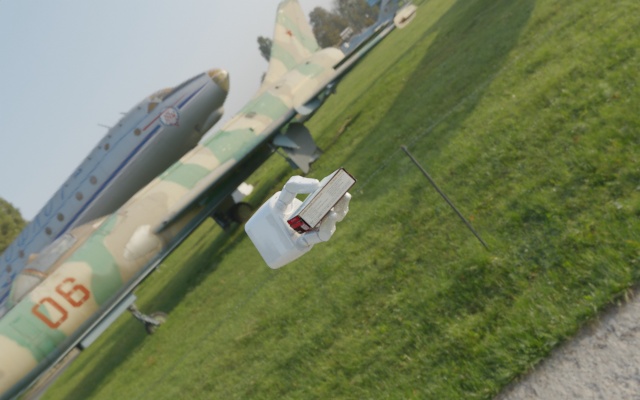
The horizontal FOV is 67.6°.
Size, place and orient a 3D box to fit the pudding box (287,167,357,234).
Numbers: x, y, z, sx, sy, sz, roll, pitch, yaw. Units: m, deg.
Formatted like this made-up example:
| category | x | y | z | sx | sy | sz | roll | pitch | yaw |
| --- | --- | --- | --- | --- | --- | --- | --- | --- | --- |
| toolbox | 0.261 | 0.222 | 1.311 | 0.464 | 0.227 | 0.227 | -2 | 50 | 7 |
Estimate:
| category | x | y | z | sx | sy | sz | roll | pitch | yaw |
| --- | --- | --- | --- | --- | --- | --- | --- | --- | --- |
| pudding box | 0.000 | 0.002 | 0.786 | 0.039 | 0.113 | 0.090 | 43 | -16 | -7 |
